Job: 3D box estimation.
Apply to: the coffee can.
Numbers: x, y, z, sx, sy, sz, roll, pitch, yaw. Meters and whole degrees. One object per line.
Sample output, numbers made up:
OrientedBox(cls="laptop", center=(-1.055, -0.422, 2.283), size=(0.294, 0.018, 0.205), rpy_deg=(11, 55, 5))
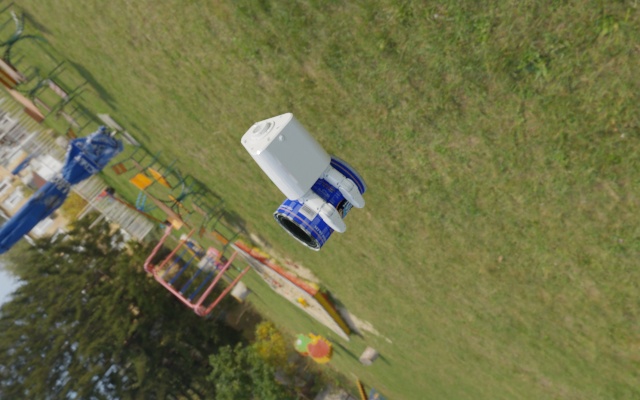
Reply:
OrientedBox(cls="coffee can", center=(0.000, 0.003, 0.843), size=(0.103, 0.140, 0.103), rpy_deg=(35, -17, 12))
